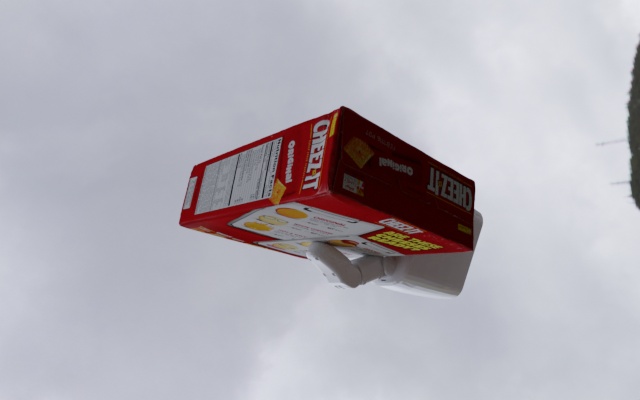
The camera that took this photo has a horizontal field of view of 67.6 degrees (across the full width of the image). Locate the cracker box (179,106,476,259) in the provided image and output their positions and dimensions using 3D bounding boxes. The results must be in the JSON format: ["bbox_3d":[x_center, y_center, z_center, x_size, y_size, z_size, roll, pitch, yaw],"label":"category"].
[{"bbox_3d":[0.000,0.002,0.426,0.164,0.072,0.214,21,-21,-38],"label":"cracker box"}]
